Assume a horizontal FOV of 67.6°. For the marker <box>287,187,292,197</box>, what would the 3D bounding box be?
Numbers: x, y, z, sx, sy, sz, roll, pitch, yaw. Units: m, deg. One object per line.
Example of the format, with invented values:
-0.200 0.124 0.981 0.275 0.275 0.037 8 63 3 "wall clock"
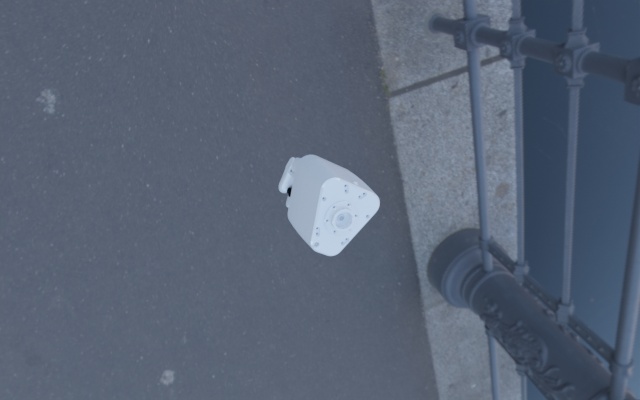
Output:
0.000 0.003 0.775 0.121 0.020 0.020 21 -9 -26 "marker"
